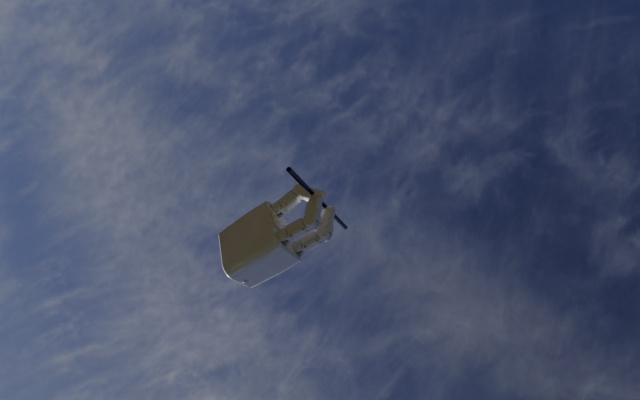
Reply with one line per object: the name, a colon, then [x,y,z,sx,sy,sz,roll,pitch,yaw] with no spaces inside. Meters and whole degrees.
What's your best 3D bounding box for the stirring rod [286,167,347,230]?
stirring rod: [0.000,0.003,0.798,0.011,0.011,0.240,0,-24,25]
